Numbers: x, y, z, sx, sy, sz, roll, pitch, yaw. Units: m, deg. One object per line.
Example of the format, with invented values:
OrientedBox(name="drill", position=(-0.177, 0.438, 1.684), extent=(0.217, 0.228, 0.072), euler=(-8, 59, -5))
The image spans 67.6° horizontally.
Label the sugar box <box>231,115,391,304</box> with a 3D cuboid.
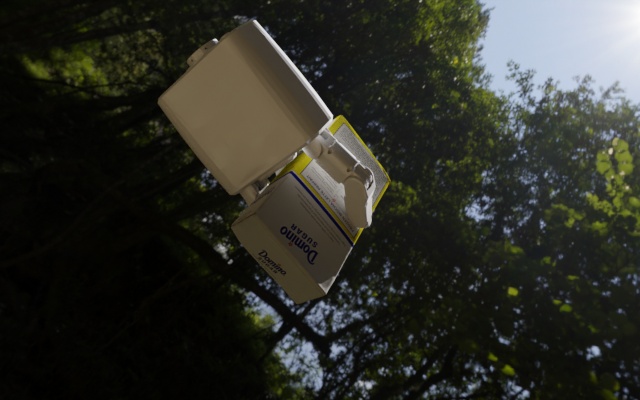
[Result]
OrientedBox(name="sugar box", position=(0.000, 0.001, 0.451), extent=(0.048, 0.093, 0.176), euler=(-27, 18, 44))
